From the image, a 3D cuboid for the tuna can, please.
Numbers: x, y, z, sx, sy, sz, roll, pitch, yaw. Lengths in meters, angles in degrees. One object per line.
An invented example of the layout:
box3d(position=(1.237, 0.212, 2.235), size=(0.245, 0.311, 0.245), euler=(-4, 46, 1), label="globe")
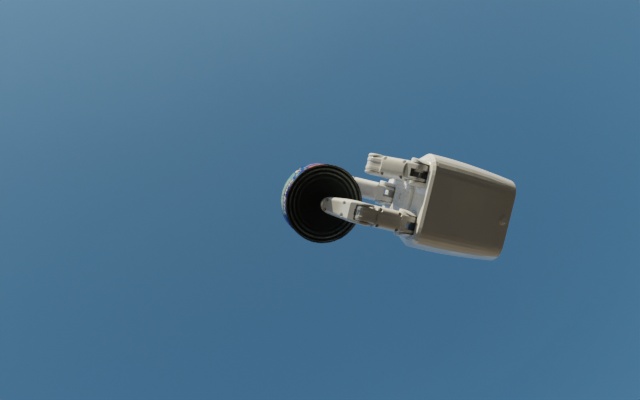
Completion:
box3d(position=(0.000, 0.002, 0.526), size=(0.086, 0.086, 0.033), euler=(0, 8, -17), label="tuna can")
